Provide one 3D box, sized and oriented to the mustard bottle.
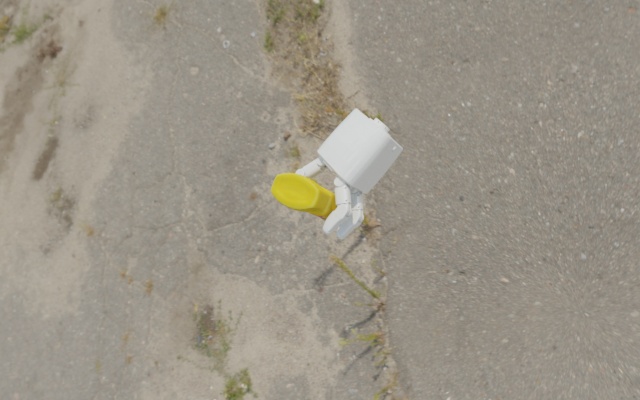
[{"bbox_3d":[0.000,0.003,0.855,0.096,0.058,0.192,18,-2,31],"label":"mustard bottle"}]
